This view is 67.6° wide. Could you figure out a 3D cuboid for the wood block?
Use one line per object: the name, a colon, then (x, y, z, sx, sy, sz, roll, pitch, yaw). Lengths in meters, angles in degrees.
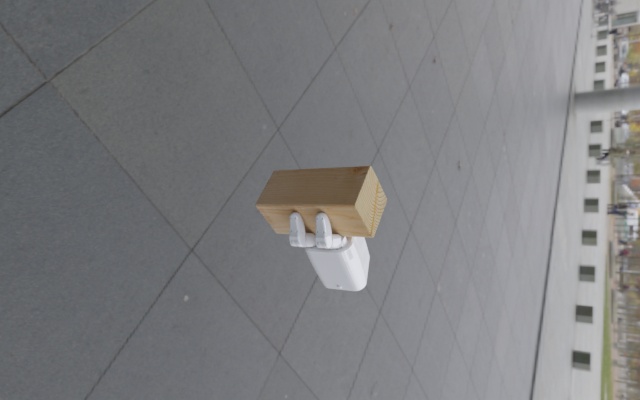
wood block: (0.001, 0.003, 0.856, 0.206, 0.090, 0.090, 0, -41, 33)
